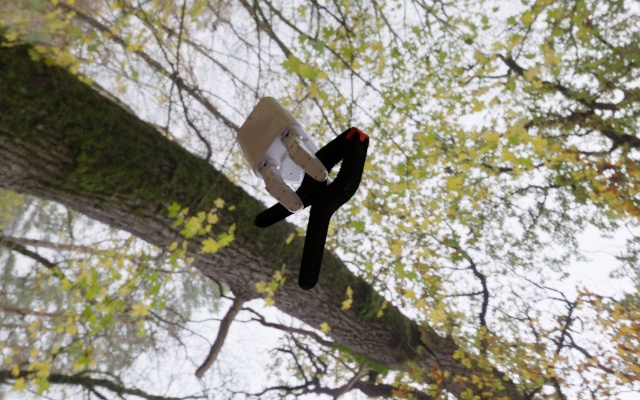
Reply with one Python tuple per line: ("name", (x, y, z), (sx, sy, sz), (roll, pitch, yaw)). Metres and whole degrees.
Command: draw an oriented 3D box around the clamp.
("clamp", (0.001, 0.002, 0.630), (0.036, 0.210, 0.164), (25, 21, -42))
